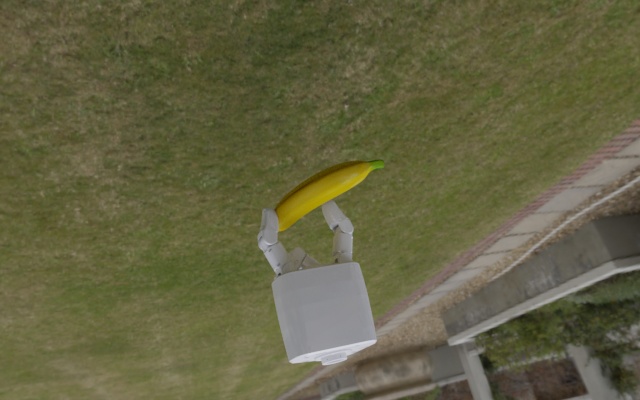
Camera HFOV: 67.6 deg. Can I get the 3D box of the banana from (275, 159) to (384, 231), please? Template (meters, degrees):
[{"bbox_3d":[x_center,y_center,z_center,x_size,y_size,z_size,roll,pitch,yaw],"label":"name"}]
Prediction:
[{"bbox_3d":[-0.009,-0.003,0.639,0.198,0.037,0.070,-29,-29,29],"label":"banana"}]
